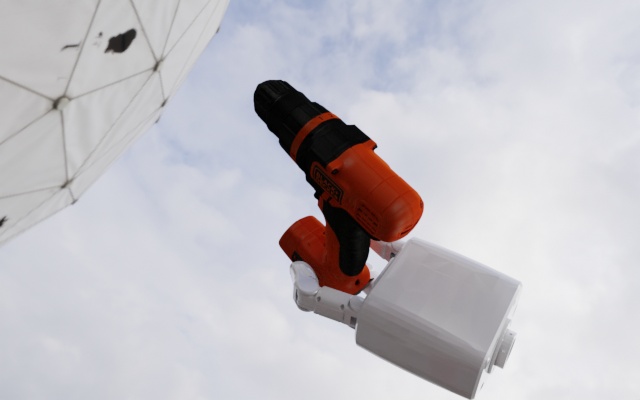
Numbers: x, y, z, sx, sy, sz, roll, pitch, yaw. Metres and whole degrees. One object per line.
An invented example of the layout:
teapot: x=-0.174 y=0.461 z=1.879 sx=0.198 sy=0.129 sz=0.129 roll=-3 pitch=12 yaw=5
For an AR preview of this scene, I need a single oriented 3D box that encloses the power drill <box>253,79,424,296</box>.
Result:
power drill: x=0.000 y=0.002 z=0.440 sx=0.057 sy=0.184 sz=0.188 roll=-31 pitch=-28 yaw=-24
